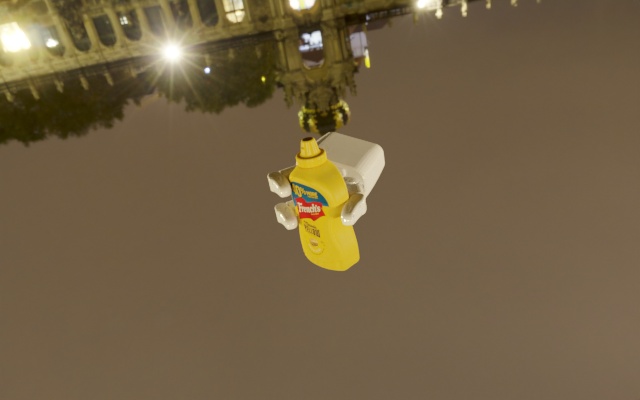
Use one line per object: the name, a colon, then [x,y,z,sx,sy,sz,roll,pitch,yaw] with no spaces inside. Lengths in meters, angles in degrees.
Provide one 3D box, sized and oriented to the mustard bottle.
mustard bottle: [0.000,0.003,0.674,0.058,0.192,0.096,-30,33,-32]
